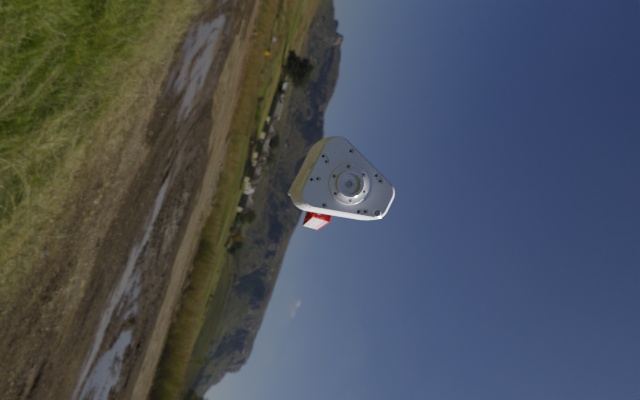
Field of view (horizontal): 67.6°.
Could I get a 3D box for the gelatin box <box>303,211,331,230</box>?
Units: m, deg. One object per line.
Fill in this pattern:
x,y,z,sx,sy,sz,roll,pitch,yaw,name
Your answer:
0.000,0.003,0.751,0.030,0.073,0.089,17,-14,-8,gelatin box
